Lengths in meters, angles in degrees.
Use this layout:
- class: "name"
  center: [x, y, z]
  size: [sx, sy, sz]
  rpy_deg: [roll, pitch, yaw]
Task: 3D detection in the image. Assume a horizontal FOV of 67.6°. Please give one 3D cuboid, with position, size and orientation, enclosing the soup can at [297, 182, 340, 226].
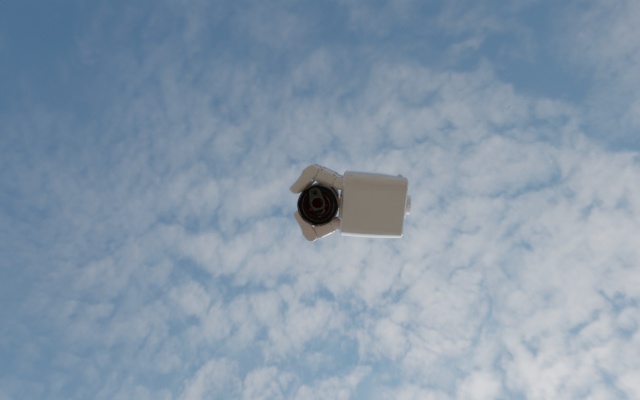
- class: "soup can"
  center: [0.000, 0.003, 0.820]
  size: [0.068, 0.068, 0.102]
  rpy_deg: [0, 6, 5]
